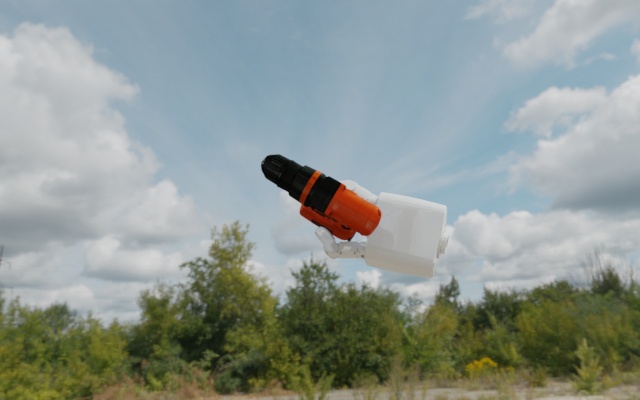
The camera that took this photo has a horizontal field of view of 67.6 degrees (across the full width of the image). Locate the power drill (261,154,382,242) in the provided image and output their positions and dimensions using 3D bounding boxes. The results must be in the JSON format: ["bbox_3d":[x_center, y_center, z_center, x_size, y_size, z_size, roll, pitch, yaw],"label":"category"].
[{"bbox_3d":[0.000,0.003,0.731,0.184,0.057,0.188,31,-7,7],"label":"power drill"}]
